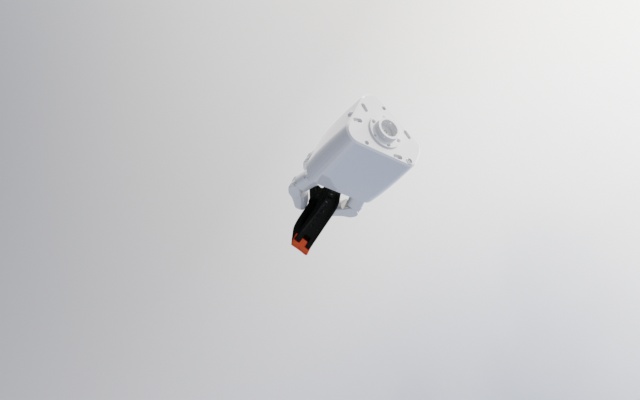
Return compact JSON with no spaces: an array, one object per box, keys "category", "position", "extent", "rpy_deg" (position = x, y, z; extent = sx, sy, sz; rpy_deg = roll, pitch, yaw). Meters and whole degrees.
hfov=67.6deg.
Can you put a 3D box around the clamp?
[{"category":"clamp","position":[0.001,0.003,0.736],"extent":[0.036,0.210,0.165],"rpy_deg":[36,-38,-10]}]
